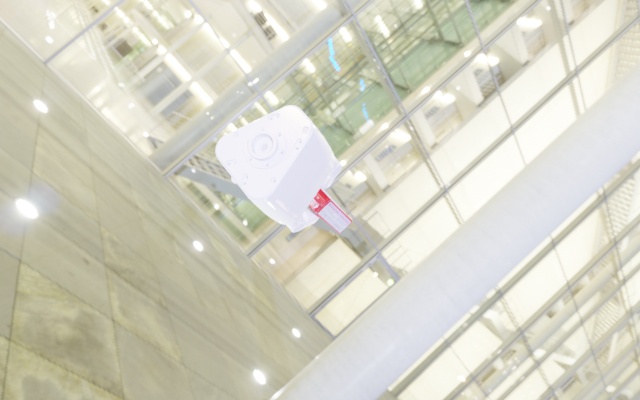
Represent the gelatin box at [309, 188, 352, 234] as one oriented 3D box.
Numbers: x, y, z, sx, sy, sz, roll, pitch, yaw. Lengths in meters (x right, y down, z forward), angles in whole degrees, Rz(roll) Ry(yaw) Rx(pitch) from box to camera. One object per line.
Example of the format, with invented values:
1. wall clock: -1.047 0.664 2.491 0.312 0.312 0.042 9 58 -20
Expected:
1. gelatin box: 0.001 0.002 0.684 0.073 0.030 0.089 48 3 33
